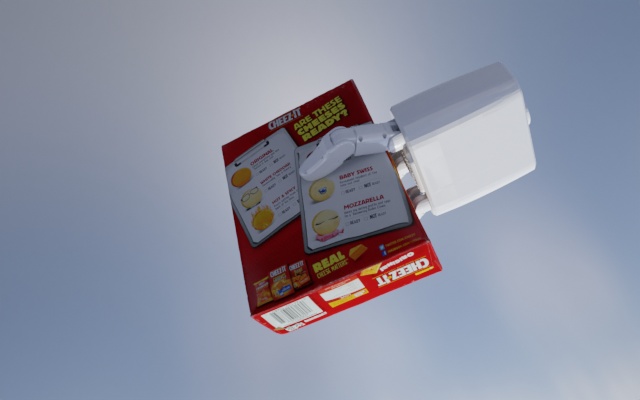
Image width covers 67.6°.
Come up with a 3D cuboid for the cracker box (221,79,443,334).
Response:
[{"bbox_3d":[0.000,0.002,0.473,0.164,0.213,0.072,-25,-39,9],"label":"cracker box"}]
